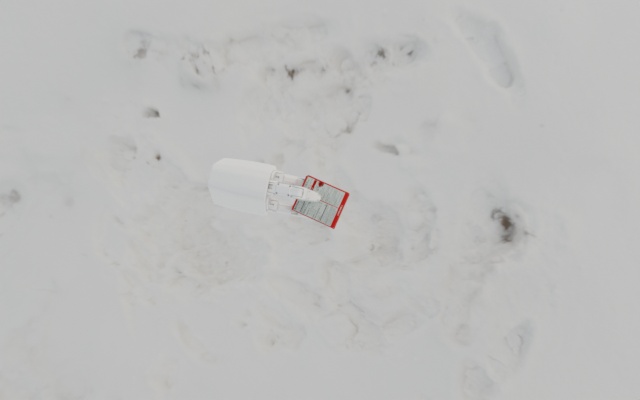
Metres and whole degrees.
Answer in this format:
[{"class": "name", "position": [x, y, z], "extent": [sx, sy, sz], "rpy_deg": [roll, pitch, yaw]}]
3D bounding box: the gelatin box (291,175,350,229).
[{"class": "gelatin box", "position": [0.000, 0.003, 0.894], "extent": [0.089, 0.073, 0.030], "rpy_deg": [24, -4, 4]}]
